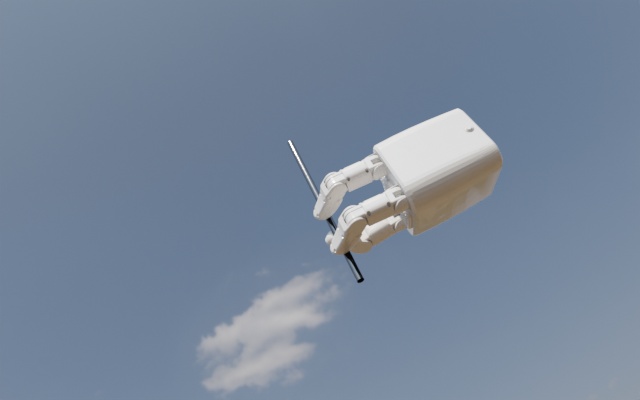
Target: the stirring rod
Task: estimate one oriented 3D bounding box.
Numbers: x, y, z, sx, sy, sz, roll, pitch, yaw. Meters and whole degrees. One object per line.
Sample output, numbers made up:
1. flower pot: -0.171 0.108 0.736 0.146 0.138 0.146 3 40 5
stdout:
1. stirring rod: 0.000 0.002 0.570 0.011 0.011 0.239 0 42 -28
